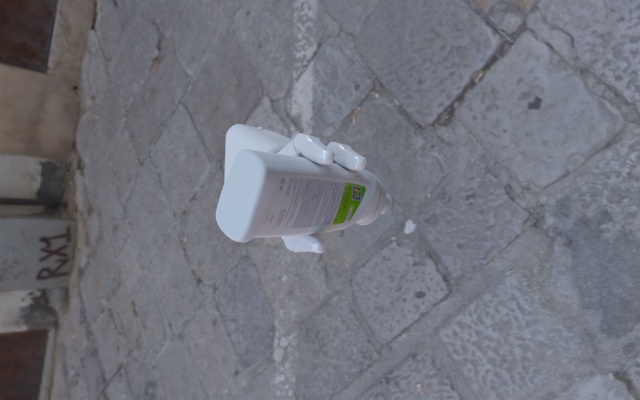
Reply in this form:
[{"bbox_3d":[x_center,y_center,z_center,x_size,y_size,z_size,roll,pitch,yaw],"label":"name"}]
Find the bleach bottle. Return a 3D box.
[{"bbox_3d":[0.000,0.002,0.600,0.251,0.102,0.068,6,21,-44],"label":"bleach bottle"}]
